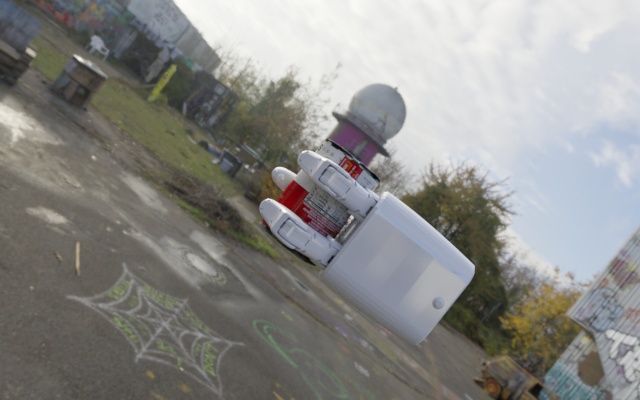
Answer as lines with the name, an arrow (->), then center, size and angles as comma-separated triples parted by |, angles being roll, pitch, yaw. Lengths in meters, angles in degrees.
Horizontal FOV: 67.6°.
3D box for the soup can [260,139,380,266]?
soup can -> 0.000, 0.001, 0.452 | 0.068, 0.102, 0.068 | 38, 1, -1
